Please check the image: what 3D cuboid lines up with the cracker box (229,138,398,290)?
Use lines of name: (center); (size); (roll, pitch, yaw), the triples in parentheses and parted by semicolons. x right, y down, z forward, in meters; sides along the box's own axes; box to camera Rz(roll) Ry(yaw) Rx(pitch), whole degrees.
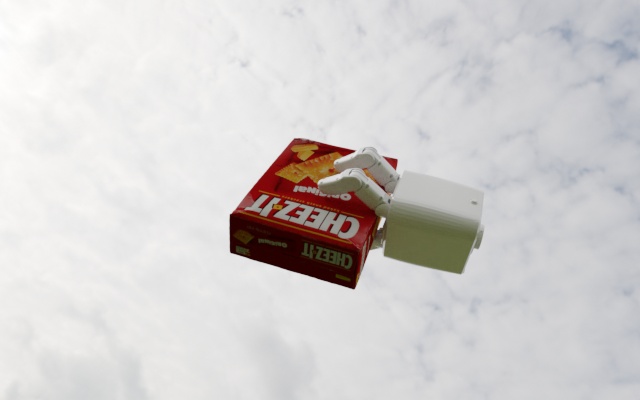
cracker box: (0.000, 0.002, 0.634); (0.164, 0.072, 0.213); (14, 36, 13)
